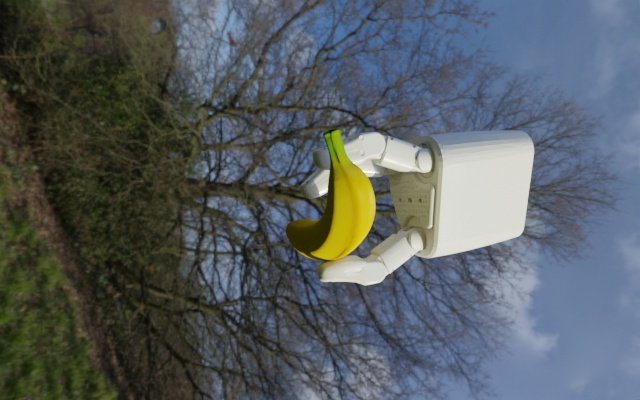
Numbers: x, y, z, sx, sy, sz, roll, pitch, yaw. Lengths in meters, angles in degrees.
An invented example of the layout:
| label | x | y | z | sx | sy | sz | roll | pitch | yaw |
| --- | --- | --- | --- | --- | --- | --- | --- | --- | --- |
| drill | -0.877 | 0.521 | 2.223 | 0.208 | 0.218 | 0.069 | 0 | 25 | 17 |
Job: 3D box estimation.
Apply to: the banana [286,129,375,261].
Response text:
| label | x | y | z | sx | sy | sz | roll | pitch | yaw |
| --- | --- | --- | --- | --- | --- | --- | --- | --- | --- |
| banana | 0.007 | 0.017 | 0.403 | 0.037 | 0.069 | 0.198 | -13 | -20 | -20 |
